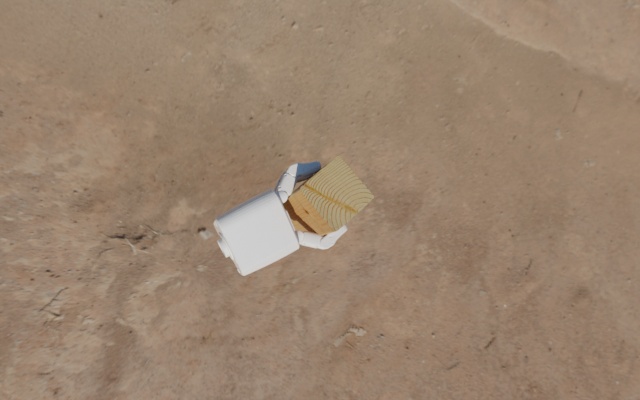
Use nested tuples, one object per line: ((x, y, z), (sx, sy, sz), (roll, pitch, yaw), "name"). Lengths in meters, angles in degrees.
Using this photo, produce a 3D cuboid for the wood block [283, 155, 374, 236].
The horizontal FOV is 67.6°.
((0.000, 0.003, 0.837), (0.090, 0.091, 0.206), (-41, 4, -17), "wood block")
